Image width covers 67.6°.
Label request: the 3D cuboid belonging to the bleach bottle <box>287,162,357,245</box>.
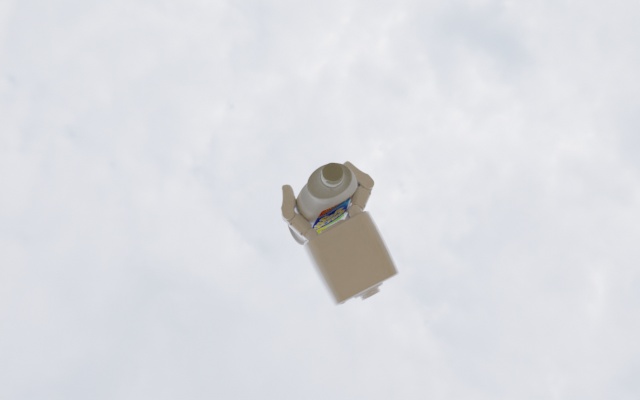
[{"bbox_3d":[0.000,0.002,0.752,0.102,0.068,0.251,-24,-14,-11],"label":"bleach bottle"}]
